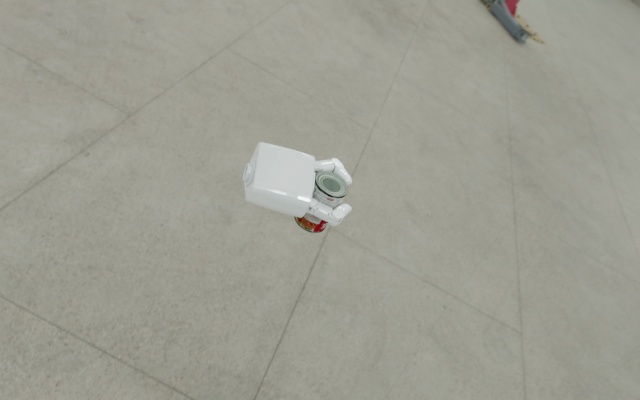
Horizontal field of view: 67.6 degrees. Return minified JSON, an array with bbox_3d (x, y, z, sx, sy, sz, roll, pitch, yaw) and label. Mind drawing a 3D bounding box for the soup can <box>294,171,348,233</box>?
[{"bbox_3d":[0.001,0.003,0.888,0.068,0.068,0.102,0,-42,-33],"label":"soup can"}]
